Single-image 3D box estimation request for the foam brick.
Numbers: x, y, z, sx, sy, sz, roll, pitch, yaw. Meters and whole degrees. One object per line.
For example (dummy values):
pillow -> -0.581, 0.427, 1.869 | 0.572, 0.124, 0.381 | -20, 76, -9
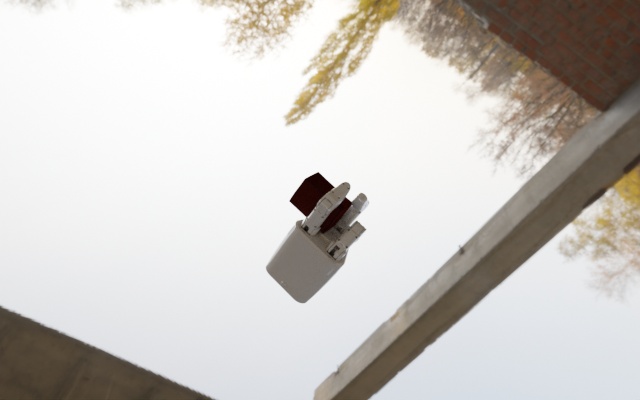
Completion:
foam brick -> 0.000, 0.002, 0.752 | 0.078, 0.051, 0.053 | 43, 28, 10
